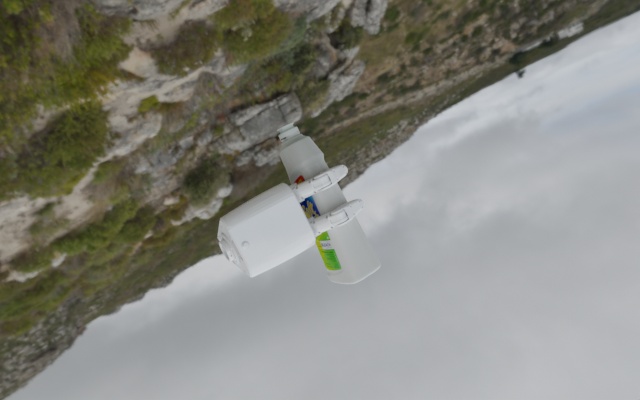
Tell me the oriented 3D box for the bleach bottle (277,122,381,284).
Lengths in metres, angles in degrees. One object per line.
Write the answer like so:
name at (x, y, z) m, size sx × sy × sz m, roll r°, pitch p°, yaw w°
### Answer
bleach bottle at (0.000, 0.002, 0.728) m, size 0.068 × 0.251 × 0.102 m, roll -29°, pitch 6°, yaw -22°
